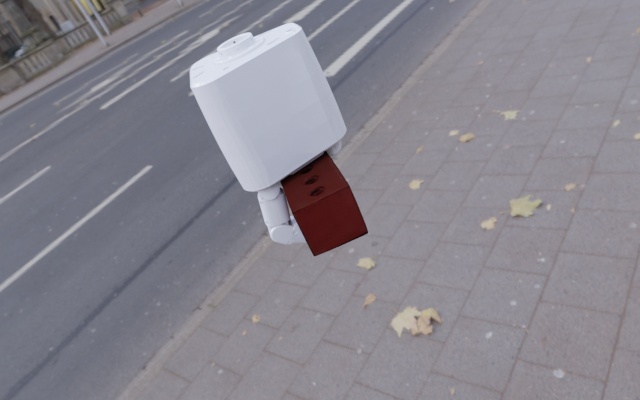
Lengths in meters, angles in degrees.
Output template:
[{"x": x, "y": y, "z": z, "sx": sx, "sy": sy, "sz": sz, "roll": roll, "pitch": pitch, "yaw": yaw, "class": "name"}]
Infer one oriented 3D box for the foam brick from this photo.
[{"x": 0.000, "y": 0.002, "z": 0.425, "sx": 0.053, "sy": 0.051, "sz": 0.078, "roll": -25, "pitch": 31, "yaw": -2, "class": "foam brick"}]
